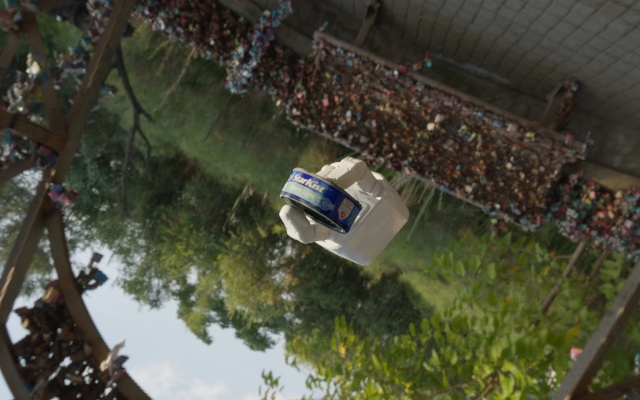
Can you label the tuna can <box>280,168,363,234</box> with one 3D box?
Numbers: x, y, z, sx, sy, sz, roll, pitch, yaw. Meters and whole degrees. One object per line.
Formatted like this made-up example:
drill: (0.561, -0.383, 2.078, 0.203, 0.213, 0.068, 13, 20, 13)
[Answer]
tuna can: (0.000, 0.002, 0.513, 0.086, 0.033, 0.086, 29, -9, 5)
